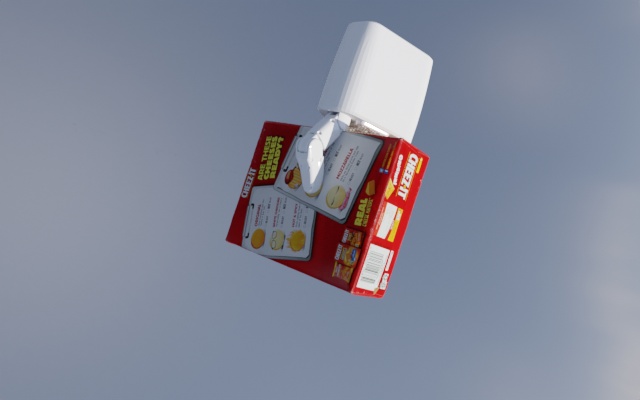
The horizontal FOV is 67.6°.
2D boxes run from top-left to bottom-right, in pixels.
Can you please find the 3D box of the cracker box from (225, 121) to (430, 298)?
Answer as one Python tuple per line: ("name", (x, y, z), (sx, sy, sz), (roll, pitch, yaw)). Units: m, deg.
("cracker box", (0.000, 0.002, 0.558), (0.213, 0.164, 0.072), (15, -5, 43))
